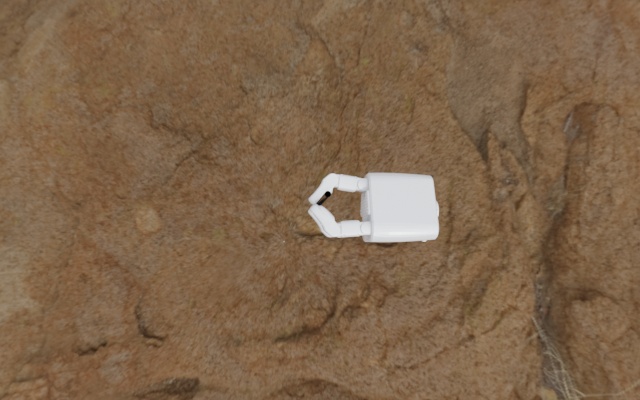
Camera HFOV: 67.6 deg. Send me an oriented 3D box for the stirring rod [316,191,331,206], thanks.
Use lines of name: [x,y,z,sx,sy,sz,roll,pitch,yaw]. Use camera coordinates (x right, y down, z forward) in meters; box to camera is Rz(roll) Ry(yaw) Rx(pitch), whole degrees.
stirring rod: [0.000,0.002,0.706,0.011,0.011,0.239,0,-5,-4]
